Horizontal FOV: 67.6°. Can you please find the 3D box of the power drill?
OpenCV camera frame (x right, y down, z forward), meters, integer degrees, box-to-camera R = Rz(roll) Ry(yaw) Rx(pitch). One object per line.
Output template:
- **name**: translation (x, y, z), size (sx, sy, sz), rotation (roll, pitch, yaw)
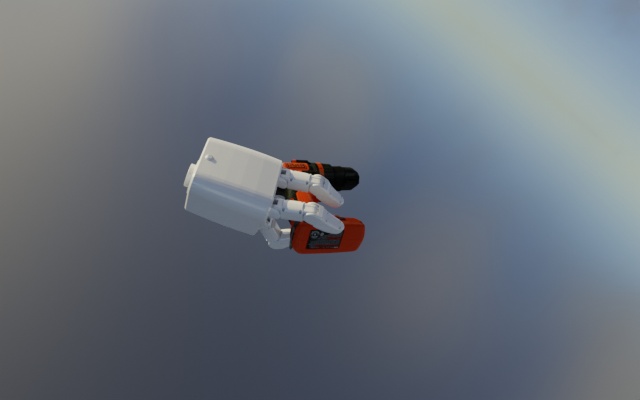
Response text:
- **power drill**: translation (0.000, 0.003, 0.739), size (0.184, 0.057, 0.187), rotation (-2, 34, -21)
